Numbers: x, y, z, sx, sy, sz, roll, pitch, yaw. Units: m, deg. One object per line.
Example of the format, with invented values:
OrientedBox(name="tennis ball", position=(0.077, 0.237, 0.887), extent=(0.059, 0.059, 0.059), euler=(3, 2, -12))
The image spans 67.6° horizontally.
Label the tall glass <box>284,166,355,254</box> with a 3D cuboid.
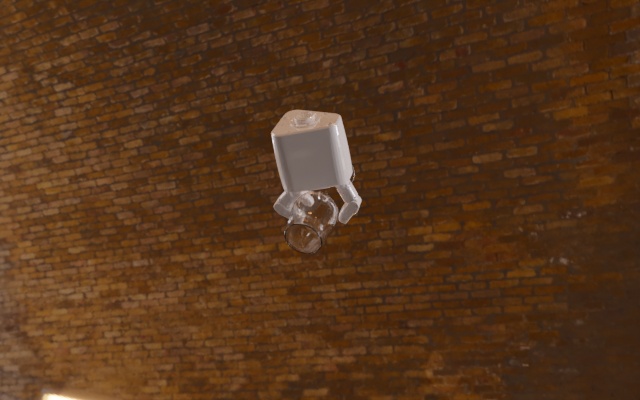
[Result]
OrientedBox(name="tall glass", position=(0.000, 0.002, 0.818), extent=(0.079, 0.079, 0.201), euler=(0, 36, 20))
